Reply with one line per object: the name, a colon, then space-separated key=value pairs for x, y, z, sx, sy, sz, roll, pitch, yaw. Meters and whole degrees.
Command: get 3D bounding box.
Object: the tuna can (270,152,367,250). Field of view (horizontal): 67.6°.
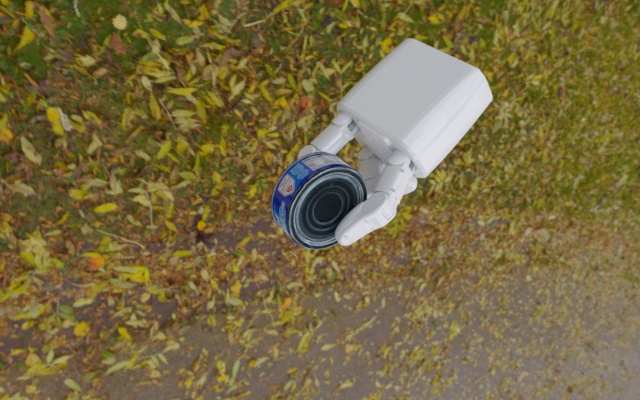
tuna can: x=0.000 y=0.002 z=0.435 sx=0.086 sy=0.086 sz=0.033 roll=0 pitch=26 yaw=-35
